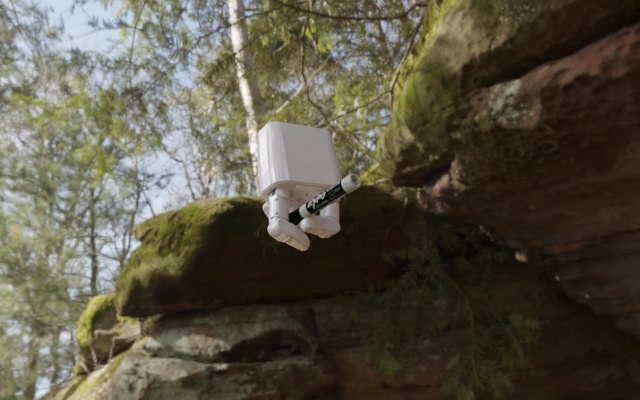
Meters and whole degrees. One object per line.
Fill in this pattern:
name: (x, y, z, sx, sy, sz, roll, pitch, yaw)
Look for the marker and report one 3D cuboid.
marker: (0.000, 0.002, 0.598, 0.121, 0.020, 0.020, -32, -21, 37)
